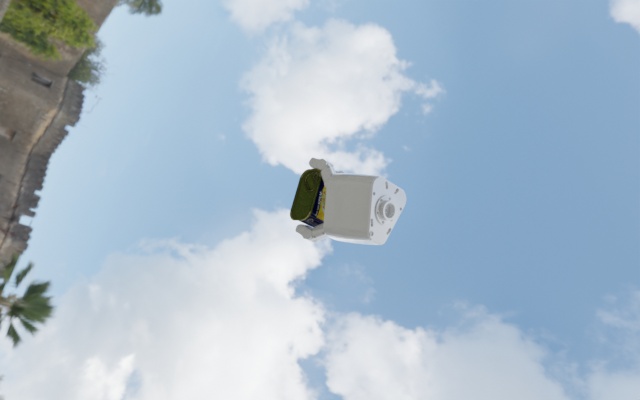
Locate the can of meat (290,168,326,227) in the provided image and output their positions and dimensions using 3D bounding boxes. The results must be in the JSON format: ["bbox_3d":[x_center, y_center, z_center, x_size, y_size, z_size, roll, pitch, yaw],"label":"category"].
[{"bbox_3d":[0.000,0.003,0.897,0.084,0.102,0.057,27,-18,-38],"label":"can of meat"}]
